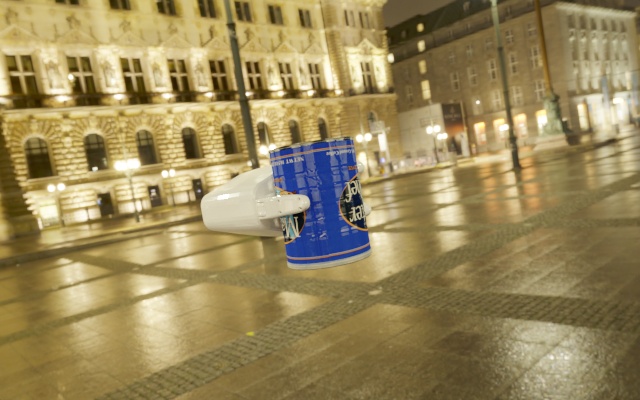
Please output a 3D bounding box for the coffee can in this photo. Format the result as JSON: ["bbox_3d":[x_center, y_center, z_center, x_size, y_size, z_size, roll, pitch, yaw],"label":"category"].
[{"bbox_3d":[0.000,0.002,0.567,0.103,0.140,0.103,-9,4,1],"label":"coffee can"}]
